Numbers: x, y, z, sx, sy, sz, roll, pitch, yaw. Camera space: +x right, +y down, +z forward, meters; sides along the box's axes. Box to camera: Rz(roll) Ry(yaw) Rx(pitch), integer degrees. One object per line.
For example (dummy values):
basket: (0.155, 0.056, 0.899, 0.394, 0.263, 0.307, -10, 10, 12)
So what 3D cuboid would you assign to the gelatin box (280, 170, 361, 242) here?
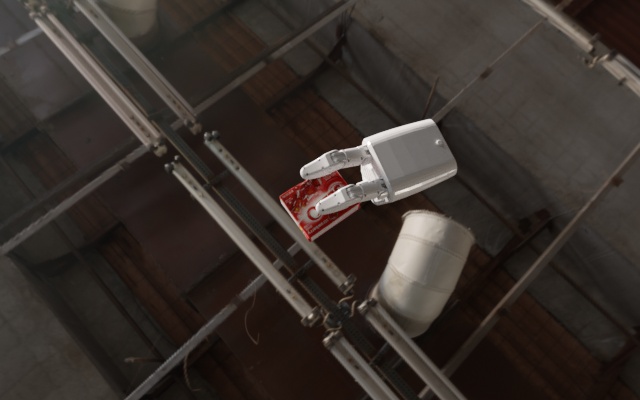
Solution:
gelatin box: (0.000, 0.002, 0.661, 0.089, 0.073, 0.030, -34, -15, -9)
